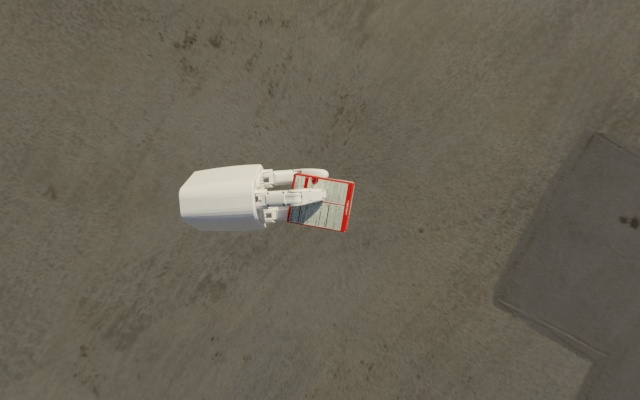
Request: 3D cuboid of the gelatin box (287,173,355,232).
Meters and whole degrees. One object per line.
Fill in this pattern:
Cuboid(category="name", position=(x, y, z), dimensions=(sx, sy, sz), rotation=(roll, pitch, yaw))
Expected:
Cuboid(category="gelatin box", position=(0.000, 0.002, 0.693), dimensions=(0.089, 0.073, 0.030), rotation=(10, 4, 5))
